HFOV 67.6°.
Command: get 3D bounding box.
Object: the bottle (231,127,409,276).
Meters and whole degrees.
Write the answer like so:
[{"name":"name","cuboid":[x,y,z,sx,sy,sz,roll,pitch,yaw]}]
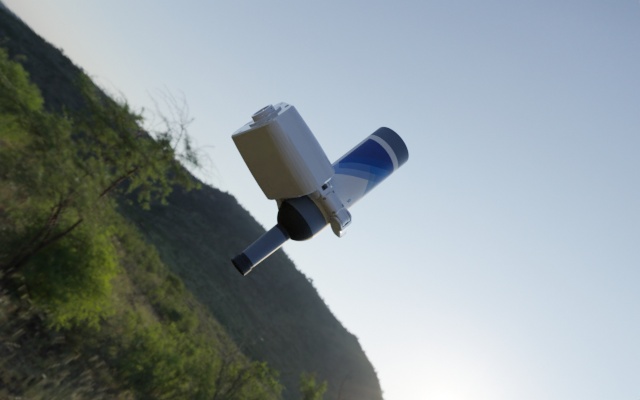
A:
[{"name":"bottle","cuboid":[0.000,0.002,0.673,0.295,0.069,0.069,-38,15,-19]}]
